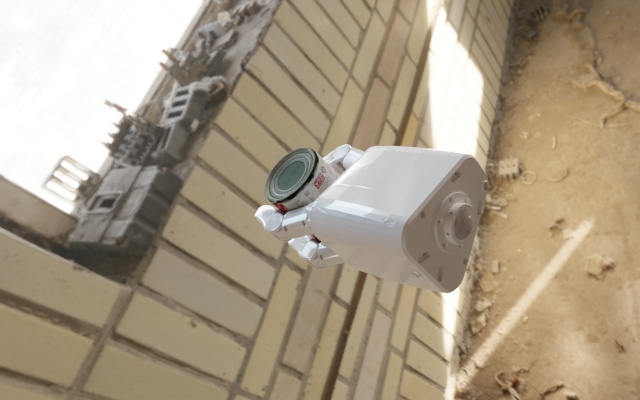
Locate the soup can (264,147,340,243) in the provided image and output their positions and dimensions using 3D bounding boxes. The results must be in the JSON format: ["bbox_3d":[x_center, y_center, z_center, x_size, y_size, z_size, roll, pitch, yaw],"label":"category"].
[{"bbox_3d":[0.000,0.001,0.492,0.068,0.068,0.102,0,-33,46],"label":"soup can"}]
